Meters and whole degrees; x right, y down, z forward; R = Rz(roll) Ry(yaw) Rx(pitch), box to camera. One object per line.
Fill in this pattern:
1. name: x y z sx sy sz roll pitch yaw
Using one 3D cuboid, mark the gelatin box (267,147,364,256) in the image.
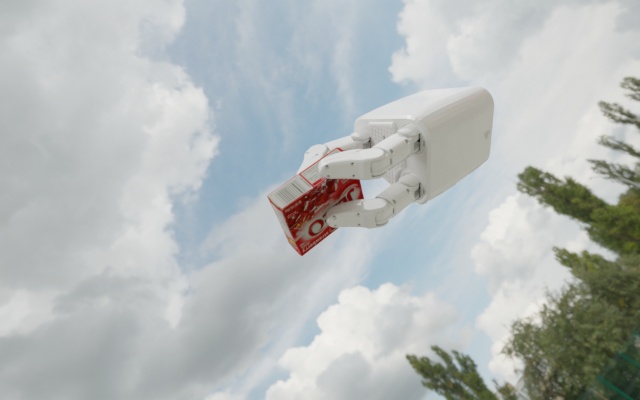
1. gelatin box: 0.000 0.001 0.469 0.089 0.073 0.030 -36 49 -16
